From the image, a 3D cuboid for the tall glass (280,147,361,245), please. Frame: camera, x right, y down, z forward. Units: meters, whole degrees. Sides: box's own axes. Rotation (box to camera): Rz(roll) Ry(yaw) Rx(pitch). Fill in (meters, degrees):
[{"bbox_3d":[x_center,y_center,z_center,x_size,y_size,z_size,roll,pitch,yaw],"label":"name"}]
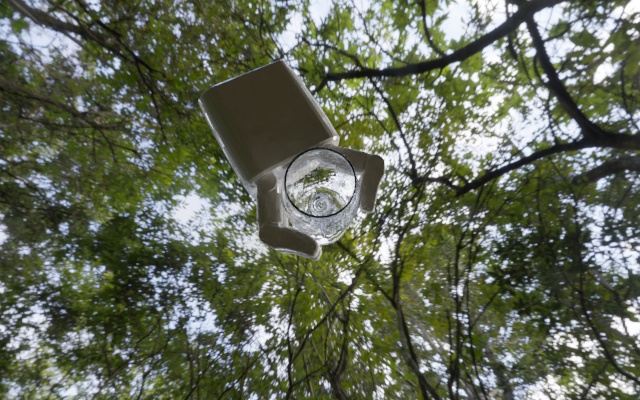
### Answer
[{"bbox_3d":[0.000,0.002,0.500,0.079,0.079,0.201,0,-10,0],"label":"tall glass"}]
